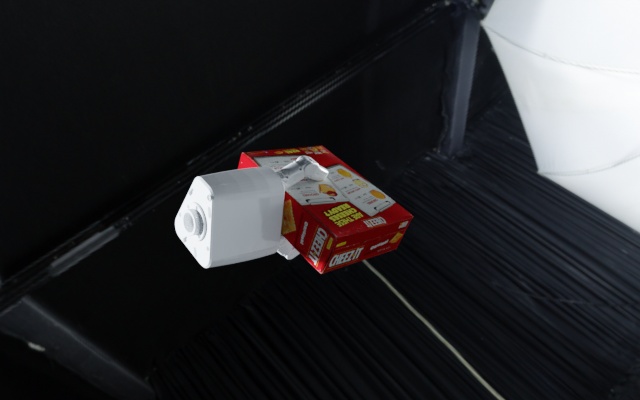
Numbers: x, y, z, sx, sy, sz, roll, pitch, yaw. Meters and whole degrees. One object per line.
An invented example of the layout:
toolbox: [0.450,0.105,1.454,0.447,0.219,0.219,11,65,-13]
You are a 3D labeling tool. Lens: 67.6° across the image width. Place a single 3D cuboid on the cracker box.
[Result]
cracker box: [0.000,0.002,0.704,0.164,0.072,0.213,-11,42,-43]
